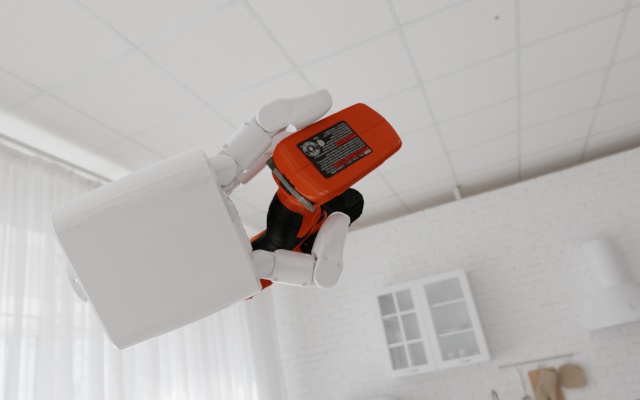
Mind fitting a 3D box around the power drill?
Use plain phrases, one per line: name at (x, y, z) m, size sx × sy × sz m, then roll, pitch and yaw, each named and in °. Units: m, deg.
power drill at (0.000, 0.001, 0.431) m, size 0.184 × 0.057 × 0.188 m, roll -35°, pitch -17°, yaw -35°
